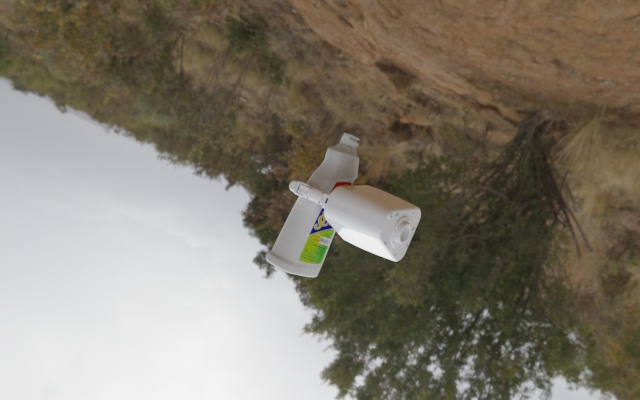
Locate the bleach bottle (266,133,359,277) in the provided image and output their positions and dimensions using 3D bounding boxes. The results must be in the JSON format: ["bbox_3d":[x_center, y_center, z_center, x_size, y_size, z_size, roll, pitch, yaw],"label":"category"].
[{"bbox_3d":[0.000,0.003,0.816,0.068,0.251,0.102,24,1,37],"label":"bleach bottle"}]
